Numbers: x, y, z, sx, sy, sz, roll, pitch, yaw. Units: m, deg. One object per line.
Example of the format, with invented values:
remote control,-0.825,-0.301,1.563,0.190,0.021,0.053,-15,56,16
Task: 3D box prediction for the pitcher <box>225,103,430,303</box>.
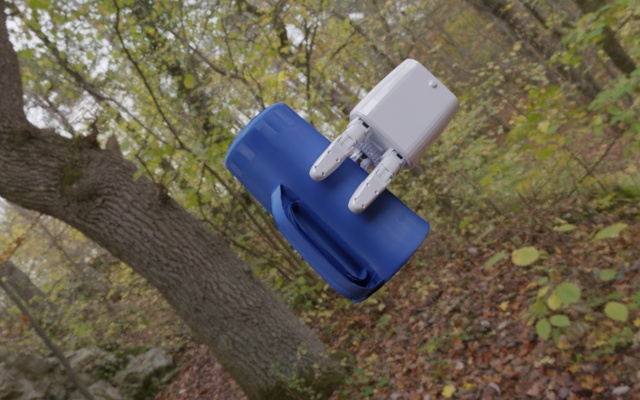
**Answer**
pitcher,0.000,0.002,0.576,0.243,0.145,0.149,43,-13,1
